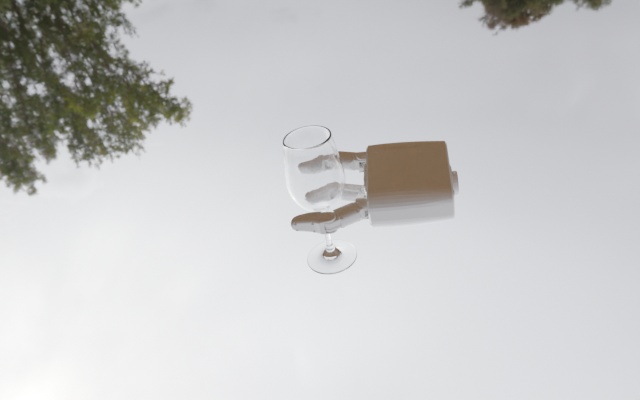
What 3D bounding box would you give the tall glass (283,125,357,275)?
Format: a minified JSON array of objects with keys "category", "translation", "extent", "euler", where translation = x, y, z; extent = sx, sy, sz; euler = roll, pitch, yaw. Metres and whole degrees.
[{"category":"tall glass","translation":[0.000,0.003,0.644],"extent":[0.079,0.201,0.079],"euler":[-8,34,6]}]
